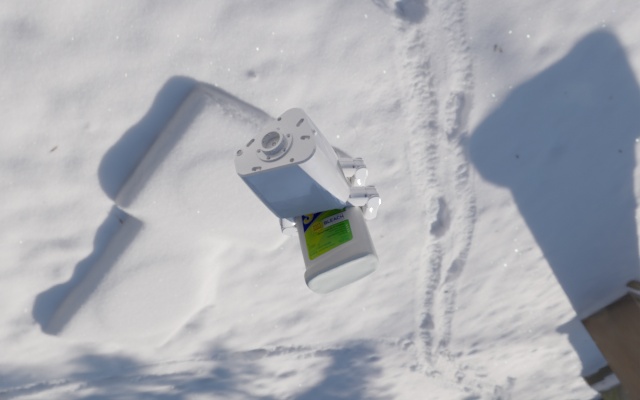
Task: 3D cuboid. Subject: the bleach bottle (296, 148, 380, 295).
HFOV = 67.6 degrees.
[{"bbox_3d":[0.000,0.002,0.690,0.102,0.250,0.068,-26,-37,10],"label":"bleach bottle"}]
